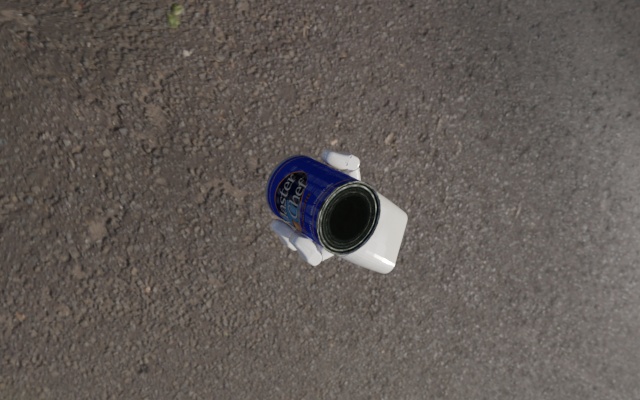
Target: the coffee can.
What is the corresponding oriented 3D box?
[{"bbox_3d":[0.000,0.002,0.665,0.103,0.103,0.140,0,18,-35],"label":"coffee can"}]
